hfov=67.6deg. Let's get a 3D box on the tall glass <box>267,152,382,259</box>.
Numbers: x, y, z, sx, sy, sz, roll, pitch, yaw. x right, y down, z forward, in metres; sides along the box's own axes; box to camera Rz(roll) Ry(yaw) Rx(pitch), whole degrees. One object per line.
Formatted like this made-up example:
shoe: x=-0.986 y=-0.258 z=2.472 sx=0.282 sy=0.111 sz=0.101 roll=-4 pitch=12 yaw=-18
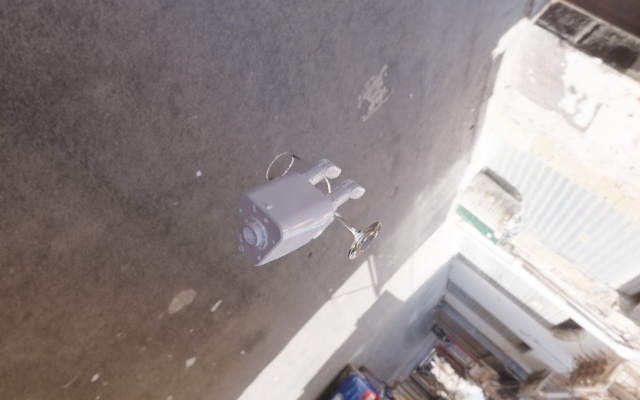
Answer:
tall glass: x=0.001 y=0.003 z=0.778 sx=0.201 sy=0.079 sz=0.079 roll=41 pitch=19 yaw=23
